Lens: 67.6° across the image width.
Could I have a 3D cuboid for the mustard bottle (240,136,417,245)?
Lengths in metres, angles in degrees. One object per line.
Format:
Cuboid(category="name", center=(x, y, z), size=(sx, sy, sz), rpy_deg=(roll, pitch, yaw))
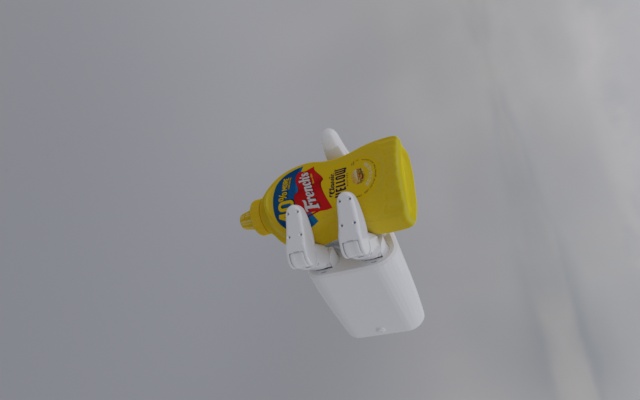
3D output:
Cuboid(category="mustard bottle", center=(0.000, 0.001, 0.499), size=(0.191, 0.096, 0.058), rpy_deg=(-15, -34, 23))
